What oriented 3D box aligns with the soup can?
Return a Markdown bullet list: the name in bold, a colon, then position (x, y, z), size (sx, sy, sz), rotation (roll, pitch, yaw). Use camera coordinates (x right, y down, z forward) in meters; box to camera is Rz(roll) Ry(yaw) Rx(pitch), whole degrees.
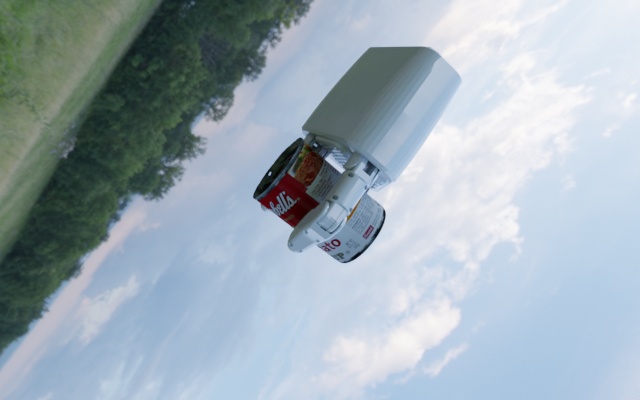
- **soup can**: position (0.000, 0.002, 0.430), size (0.102, 0.068, 0.068), rotation (38, -12, -16)
